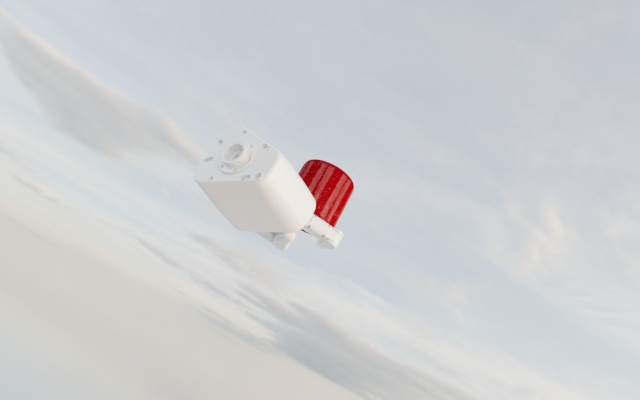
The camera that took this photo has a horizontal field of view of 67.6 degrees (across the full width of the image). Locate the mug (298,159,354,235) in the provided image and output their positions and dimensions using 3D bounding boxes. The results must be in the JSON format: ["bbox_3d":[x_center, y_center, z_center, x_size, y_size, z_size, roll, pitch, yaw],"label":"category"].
[{"bbox_3d":[0.001,0.003,0.686,0.093,0.081,0.117,15,-25,32],"label":"mug"}]
